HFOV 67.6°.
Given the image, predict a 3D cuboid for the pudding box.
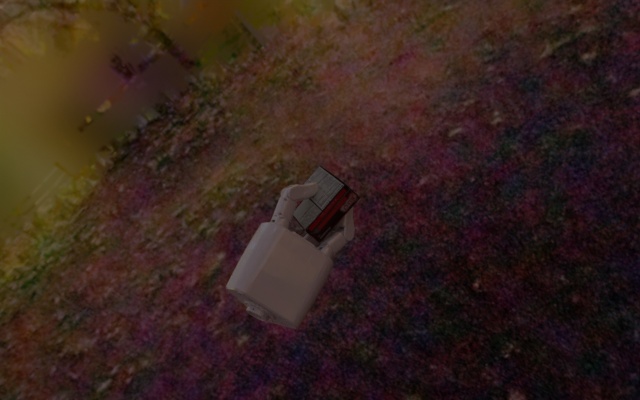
[{"bbox_3d":[0.000,0.002,0.723,0.039,0.090,0.113,42,1,-29],"label":"pudding box"}]
